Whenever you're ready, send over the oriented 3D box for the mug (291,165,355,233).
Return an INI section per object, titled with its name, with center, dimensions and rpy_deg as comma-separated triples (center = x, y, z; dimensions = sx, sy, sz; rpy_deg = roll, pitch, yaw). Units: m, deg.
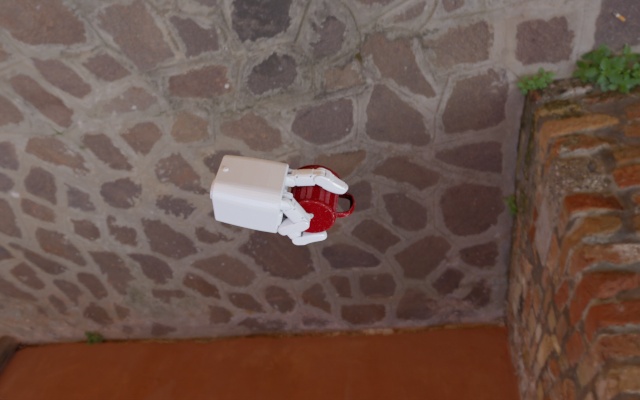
[mug]
center = 0.002, 0.003, 0.807
dimensions = 0.117, 0.081, 0.093
rpy_deg = 10, -44, -2
